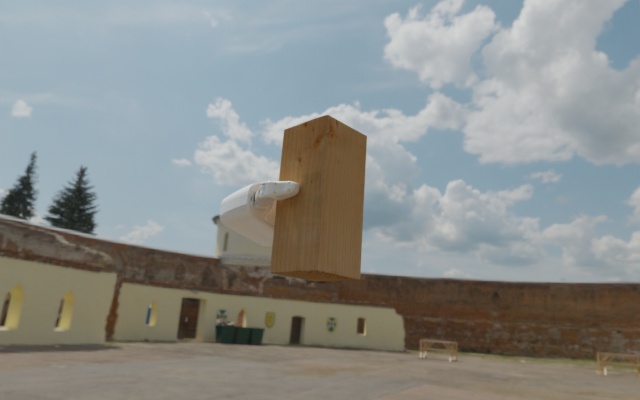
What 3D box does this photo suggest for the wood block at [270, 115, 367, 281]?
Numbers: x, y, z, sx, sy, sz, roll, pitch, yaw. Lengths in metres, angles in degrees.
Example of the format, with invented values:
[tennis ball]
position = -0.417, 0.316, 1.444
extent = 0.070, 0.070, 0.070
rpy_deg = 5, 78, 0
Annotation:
[wood block]
position = 0.000, 0.002, 0.658
extent = 0.090, 0.206, 0.091
rpy_deg = -10, -21, 42
